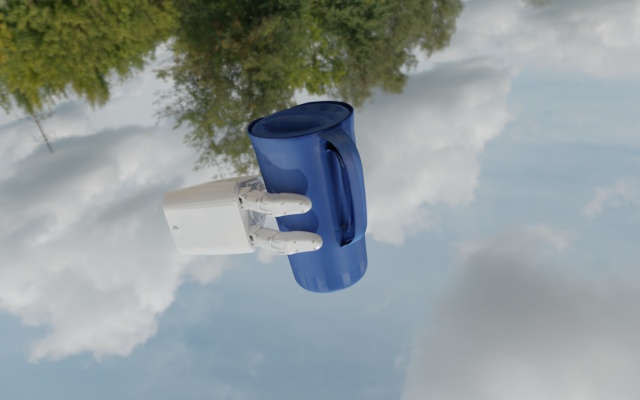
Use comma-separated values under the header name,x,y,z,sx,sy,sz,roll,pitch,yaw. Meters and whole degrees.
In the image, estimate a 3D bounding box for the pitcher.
name,x,y,z,sx,sy,sz,roll,pitch,yaw
pitcher,0.000,0.002,0.627,0.145,0.243,0.149,-5,27,14
